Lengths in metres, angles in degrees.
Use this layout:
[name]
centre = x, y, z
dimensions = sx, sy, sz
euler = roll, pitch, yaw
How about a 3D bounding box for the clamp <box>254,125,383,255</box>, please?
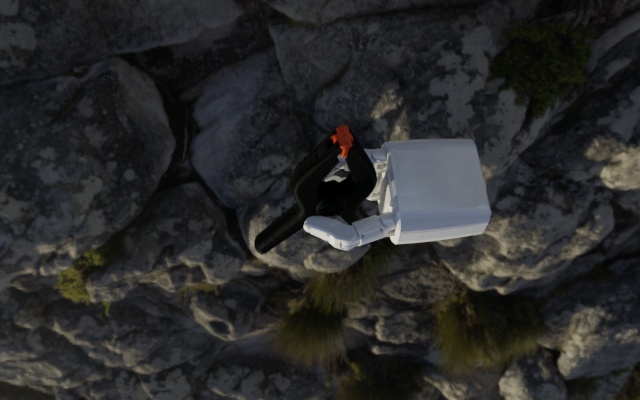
[clamp]
centre = 0.000, 0.002, 0.539
dimensions = 0.164, 0.036, 0.210
euler = -7, -36, -6
